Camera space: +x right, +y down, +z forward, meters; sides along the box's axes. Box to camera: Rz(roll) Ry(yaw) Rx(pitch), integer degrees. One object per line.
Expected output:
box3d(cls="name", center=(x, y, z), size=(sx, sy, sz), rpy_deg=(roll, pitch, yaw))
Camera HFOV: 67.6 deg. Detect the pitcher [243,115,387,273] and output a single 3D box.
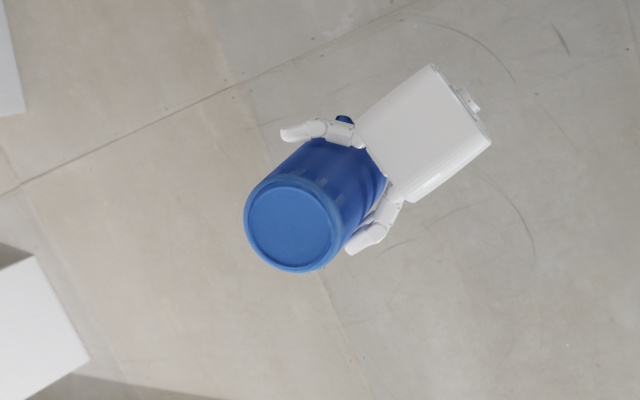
box3d(cls="pitcher", center=(0.000, 0.002, 0.588), size=(0.145, 0.149, 0.242), rpy_deg=(-36, 5, 23))
